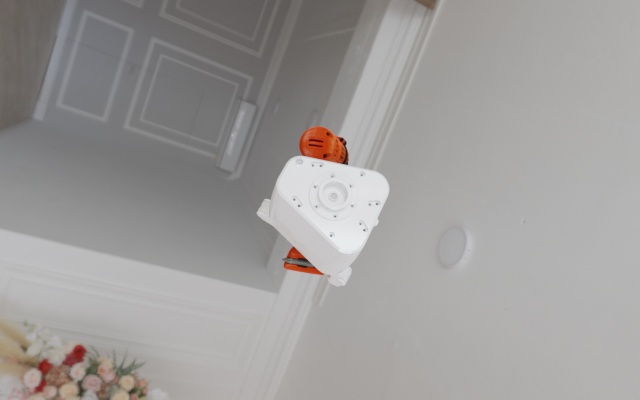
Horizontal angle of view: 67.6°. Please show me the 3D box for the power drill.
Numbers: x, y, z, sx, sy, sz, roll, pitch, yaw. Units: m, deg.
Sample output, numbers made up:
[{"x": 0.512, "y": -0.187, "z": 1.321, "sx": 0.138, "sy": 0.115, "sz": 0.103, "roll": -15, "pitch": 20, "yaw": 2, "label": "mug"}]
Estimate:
[{"x": 0.000, "y": 0.003, "z": 0.654, "sx": 0.057, "sy": 0.187, "sz": 0.184, "roll": 6, "pitch": -2, "yaw": 12, "label": "power drill"}]
